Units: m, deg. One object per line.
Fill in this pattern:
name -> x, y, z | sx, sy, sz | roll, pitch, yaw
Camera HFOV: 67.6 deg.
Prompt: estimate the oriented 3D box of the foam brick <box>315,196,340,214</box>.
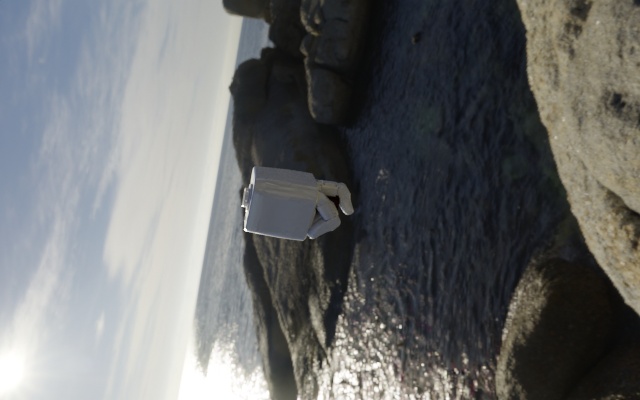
foam brick -> 0.000, 0.003, 0.880 | 0.051, 0.053, 0.078 | 8, 20, -12
